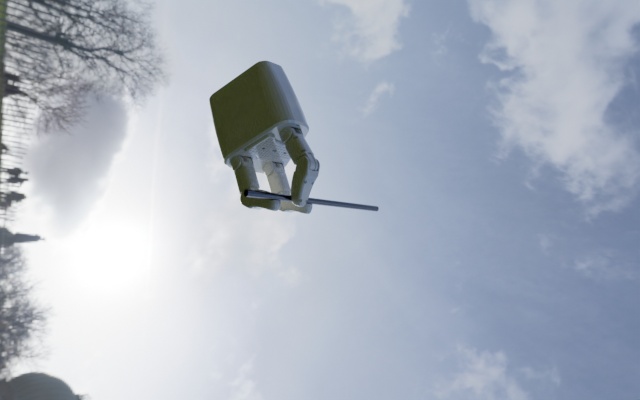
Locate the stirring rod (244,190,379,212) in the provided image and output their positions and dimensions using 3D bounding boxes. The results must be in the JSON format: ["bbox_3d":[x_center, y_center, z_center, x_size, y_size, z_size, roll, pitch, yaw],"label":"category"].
[{"bbox_3d":[0.000,0.002,0.613,0.011,0.011,0.239,0,-5,43],"label":"stirring rod"}]
